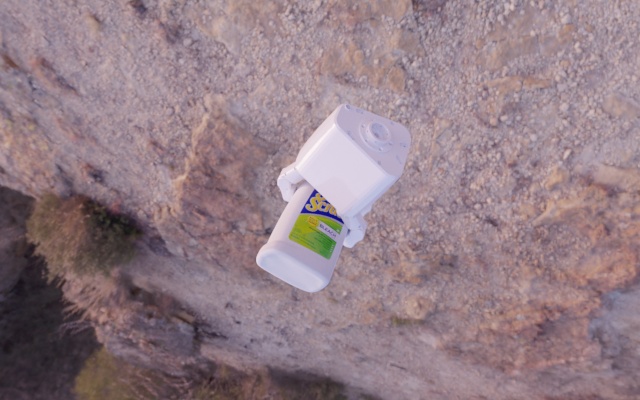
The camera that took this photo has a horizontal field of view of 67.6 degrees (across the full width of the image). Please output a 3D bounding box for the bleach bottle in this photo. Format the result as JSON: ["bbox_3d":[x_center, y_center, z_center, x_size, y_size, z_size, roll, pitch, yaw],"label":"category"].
[{"bbox_3d":[0.000,0.002,0.697,0.102,0.250,0.068,31,-38,-13],"label":"bleach bottle"}]
